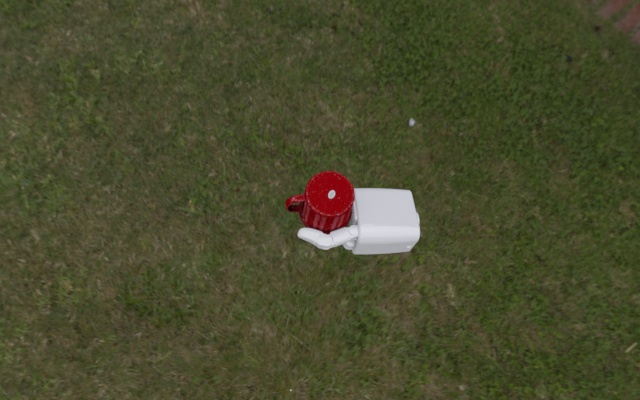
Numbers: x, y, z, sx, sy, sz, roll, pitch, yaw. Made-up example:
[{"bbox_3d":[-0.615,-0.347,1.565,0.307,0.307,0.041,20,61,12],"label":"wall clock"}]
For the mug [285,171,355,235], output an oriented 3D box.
[{"bbox_3d":[-0.001,0.002,0.795,0.117,0.093,0.081,0,-22,-6],"label":"mug"}]
